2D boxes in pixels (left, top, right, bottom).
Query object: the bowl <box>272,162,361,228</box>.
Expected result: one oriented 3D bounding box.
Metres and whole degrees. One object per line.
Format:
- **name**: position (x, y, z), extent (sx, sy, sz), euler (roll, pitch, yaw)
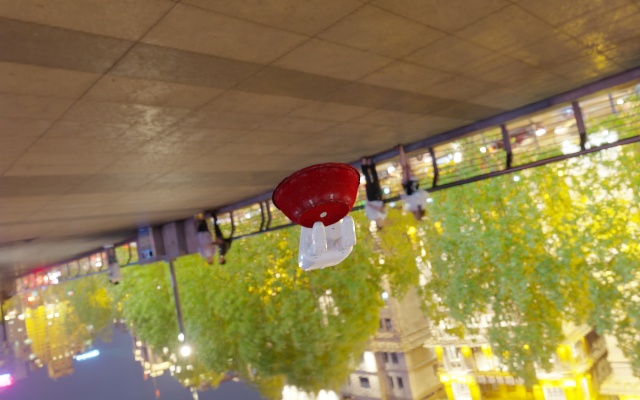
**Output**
- **bowl**: position (0.000, 0.002, 0.824), extent (0.162, 0.055, 0.162), euler (-13, -29, -7)
